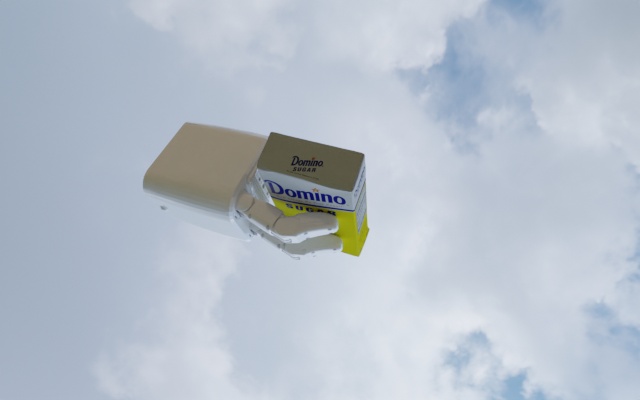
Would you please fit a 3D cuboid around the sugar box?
[{"bbox_3d":[0.000,0.002,0.494,0.093,0.048,0.176,15,-20,14],"label":"sugar box"}]
